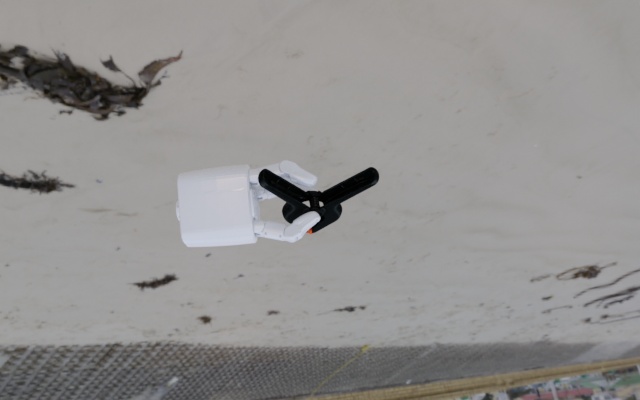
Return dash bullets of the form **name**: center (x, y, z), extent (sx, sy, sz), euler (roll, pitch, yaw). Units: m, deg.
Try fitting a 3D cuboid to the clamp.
- **clamp**: center (0.000, 0.003, 0.725), extent (0.164, 0.036, 0.210), euler (-3, -24, 0)
